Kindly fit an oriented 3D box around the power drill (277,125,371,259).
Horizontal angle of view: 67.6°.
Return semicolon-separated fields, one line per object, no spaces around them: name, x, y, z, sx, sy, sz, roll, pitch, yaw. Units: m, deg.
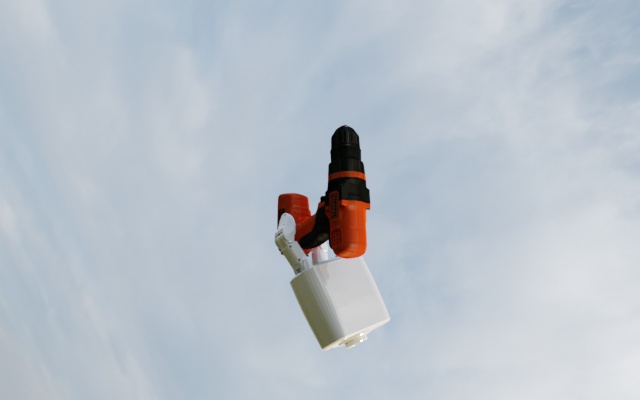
power drill;0.000;0.003;0.698;0.057;0.184;0.188;9;-19;-29
